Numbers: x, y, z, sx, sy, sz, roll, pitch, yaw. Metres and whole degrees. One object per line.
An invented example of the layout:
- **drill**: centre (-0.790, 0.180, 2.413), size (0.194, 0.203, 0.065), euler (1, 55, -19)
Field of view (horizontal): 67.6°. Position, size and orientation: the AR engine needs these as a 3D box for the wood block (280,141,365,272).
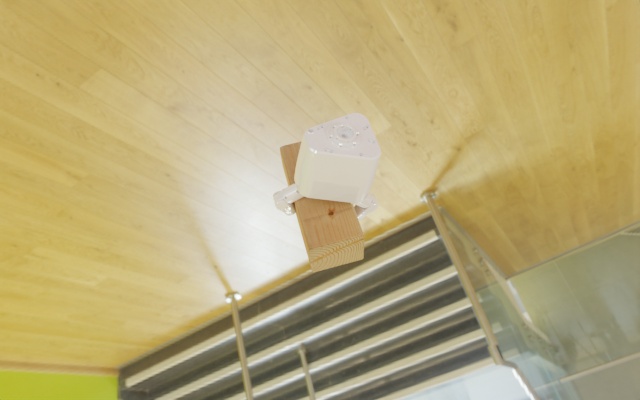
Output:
- **wood block**: centre (0.000, 0.003, 0.811), size (0.091, 0.206, 0.090), euler (-14, -31, -5)
